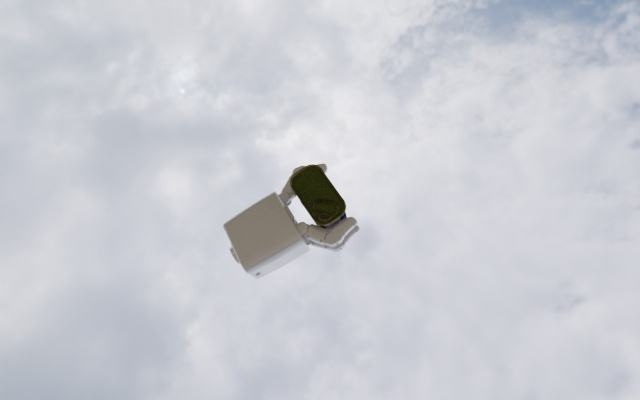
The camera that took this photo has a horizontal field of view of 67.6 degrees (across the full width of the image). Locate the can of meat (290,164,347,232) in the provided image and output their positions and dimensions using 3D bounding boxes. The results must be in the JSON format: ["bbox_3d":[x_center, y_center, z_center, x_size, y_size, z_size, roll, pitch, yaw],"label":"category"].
[{"bbox_3d":[0.000,0.003,0.785,0.057,0.102,0.084,-34,-19,-5],"label":"can of meat"}]
